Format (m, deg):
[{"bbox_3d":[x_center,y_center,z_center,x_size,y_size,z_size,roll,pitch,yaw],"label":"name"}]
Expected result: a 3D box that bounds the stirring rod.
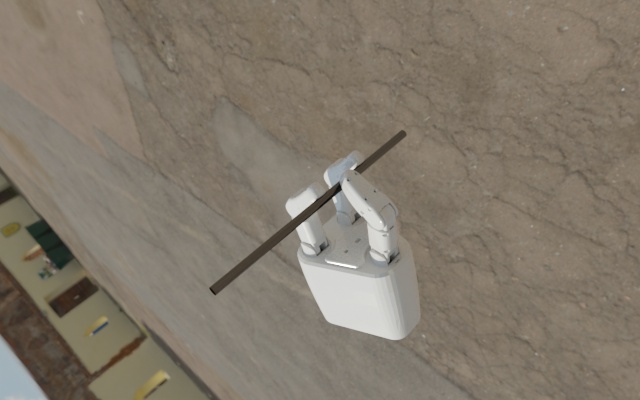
[{"bbox_3d":[0.000,0.001,0.419,0.239,0.011,0.011,-40,21,-27],"label":"stirring rod"}]
